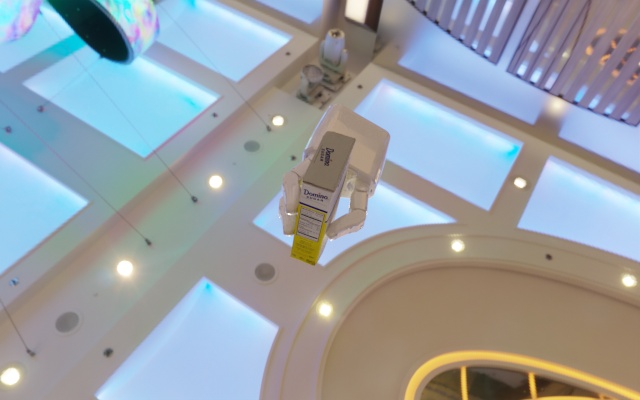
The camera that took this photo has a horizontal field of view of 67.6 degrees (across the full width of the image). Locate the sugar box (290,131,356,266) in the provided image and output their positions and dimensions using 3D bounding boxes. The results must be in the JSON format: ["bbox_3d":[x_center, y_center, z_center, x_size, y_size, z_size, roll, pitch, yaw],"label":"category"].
[{"bbox_3d":[0.000,0.002,0.628,0.048,0.093,0.176,18,-37,7],"label":"sugar box"}]
